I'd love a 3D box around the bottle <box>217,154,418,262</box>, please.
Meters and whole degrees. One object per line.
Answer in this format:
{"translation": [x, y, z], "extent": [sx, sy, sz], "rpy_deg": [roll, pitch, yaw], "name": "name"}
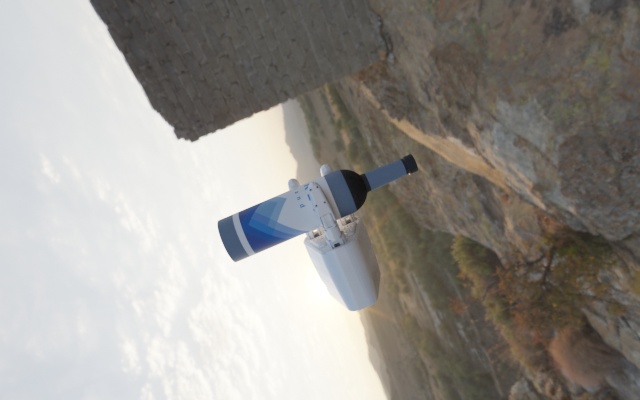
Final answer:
{"translation": [0.000, 0.002, 0.691], "extent": [0.296, 0.069, 0.069], "rpy_deg": [-23, 0, 0], "name": "bottle"}
